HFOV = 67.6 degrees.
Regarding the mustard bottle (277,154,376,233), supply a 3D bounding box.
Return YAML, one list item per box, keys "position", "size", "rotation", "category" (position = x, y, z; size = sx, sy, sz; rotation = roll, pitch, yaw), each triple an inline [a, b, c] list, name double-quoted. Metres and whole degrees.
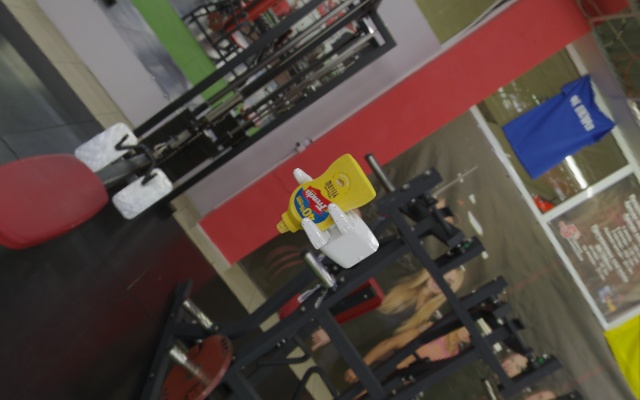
- position: [0.000, 0.003, 0.891]
  size: [0.191, 0.096, 0.058]
  rotation: [-34, -19, 10]
  category: "mustard bottle"
